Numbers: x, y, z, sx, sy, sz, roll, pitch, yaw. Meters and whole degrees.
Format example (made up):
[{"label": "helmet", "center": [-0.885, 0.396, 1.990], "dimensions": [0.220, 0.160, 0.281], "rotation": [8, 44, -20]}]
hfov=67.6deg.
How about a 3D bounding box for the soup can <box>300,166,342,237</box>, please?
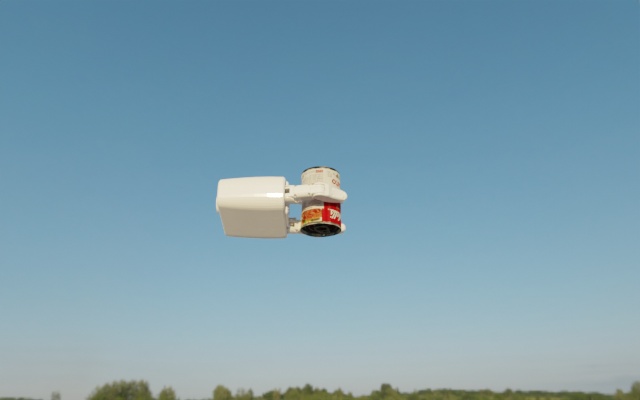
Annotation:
[{"label": "soup can", "center": [0.001, 0.002, 0.798], "dimensions": [0.068, 0.102, 0.068], "rotation": [0, -23, 0]}]
